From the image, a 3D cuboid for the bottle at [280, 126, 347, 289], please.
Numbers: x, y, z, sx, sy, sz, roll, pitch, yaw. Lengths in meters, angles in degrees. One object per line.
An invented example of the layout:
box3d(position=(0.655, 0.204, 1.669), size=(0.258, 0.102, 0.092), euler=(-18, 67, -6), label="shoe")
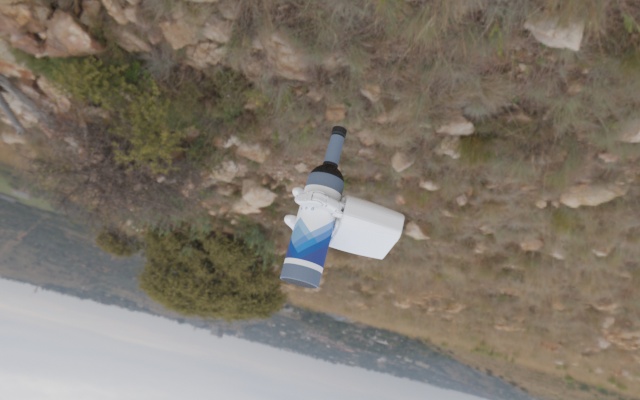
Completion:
box3d(position=(0.000, 0.003, 0.841), size=(0.069, 0.295, 0.069), euler=(13, -18, 5), label="bottle")
